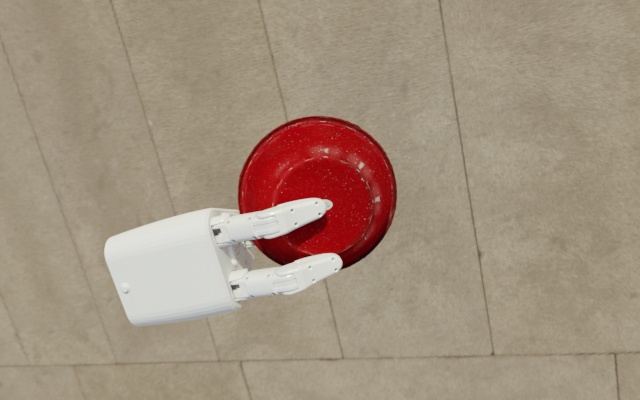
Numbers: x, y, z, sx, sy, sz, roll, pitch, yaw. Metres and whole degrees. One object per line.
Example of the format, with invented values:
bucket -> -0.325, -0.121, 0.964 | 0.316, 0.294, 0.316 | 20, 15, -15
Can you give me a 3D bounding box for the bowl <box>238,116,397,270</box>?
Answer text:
bowl -> 0.001, 0.001, 0.455 | 0.162, 0.162, 0.055 | 0, 11, -5
